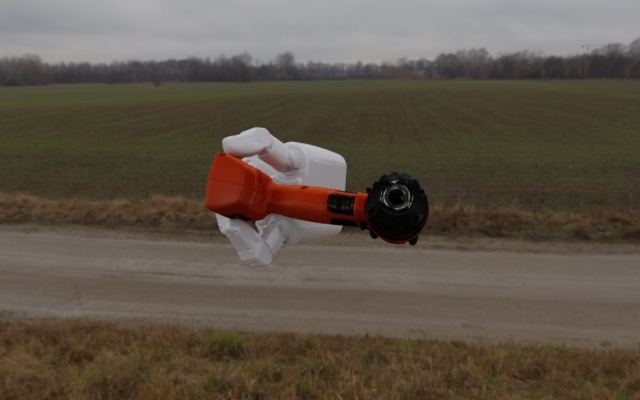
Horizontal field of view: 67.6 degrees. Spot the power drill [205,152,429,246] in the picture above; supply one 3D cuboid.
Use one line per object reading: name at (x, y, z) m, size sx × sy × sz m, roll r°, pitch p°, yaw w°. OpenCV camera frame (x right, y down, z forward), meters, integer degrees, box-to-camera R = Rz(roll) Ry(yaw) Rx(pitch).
power drill at (0.000, 0.001, 0.421) m, size 0.187 × 0.057 × 0.184 m, roll 10°, pitch -8°, yaw 11°
